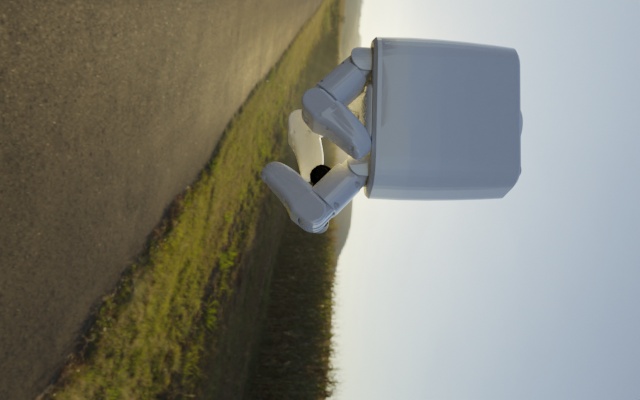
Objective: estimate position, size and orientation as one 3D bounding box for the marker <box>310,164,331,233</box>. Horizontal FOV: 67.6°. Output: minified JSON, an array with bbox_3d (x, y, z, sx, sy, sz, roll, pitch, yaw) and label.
[{"bbox_3d":[0.000,0.001,0.406,0.020,0.020,0.121,0,-21,-2],"label":"marker"}]
